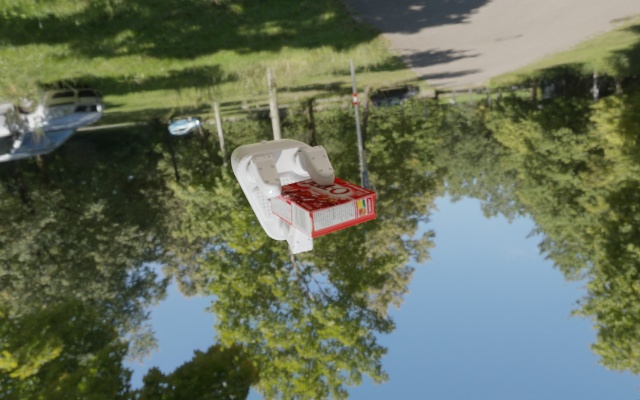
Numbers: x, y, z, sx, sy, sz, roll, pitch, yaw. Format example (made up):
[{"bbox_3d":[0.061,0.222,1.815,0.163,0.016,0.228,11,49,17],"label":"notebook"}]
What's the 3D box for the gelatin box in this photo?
[{"bbox_3d":[0.000,0.002,0.472,0.073,0.030,0.089,-15,22,-27],"label":"gelatin box"}]
